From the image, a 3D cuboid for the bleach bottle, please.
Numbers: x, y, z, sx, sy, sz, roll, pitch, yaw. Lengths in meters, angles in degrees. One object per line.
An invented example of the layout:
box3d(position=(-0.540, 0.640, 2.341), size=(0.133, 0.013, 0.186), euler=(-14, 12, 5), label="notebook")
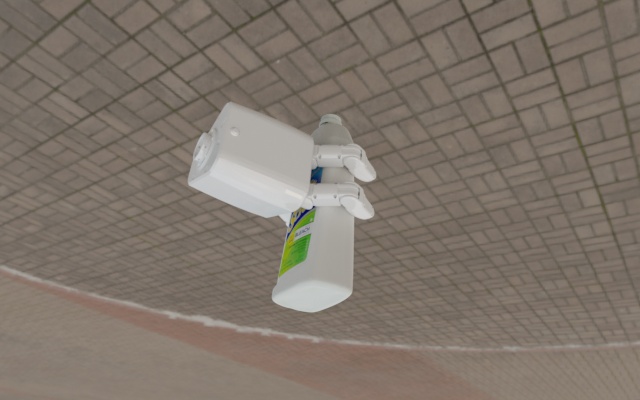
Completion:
box3d(position=(0.000, 0.002, 0.592), size=(0.068, 0.250, 0.103), euler=(21, -34, -25), label="bleach bottle")
